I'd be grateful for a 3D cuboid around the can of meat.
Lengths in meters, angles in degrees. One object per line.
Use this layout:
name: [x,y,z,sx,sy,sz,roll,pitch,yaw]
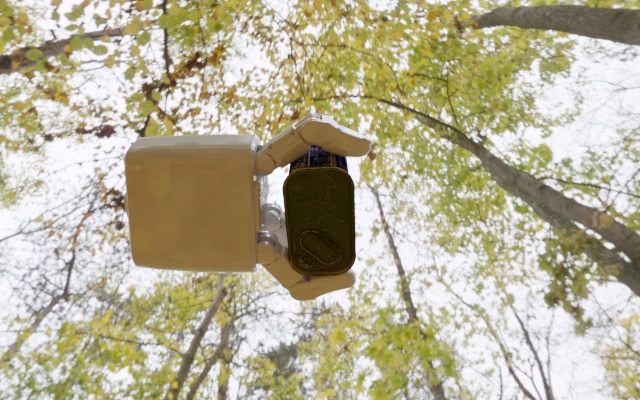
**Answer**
can of meat: [0.000,0.001,0.424,0.057,0.102,0.084,-3,27,1]
